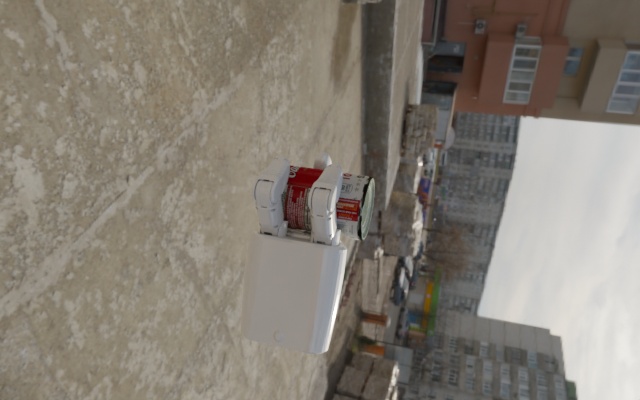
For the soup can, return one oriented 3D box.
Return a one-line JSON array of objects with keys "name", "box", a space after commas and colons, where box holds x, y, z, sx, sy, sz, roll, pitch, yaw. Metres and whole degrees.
[{"name": "soup can", "box": [0.000, 0.001, 0.497, 0.102, 0.068, 0.068, 9, 2, 14]}]
